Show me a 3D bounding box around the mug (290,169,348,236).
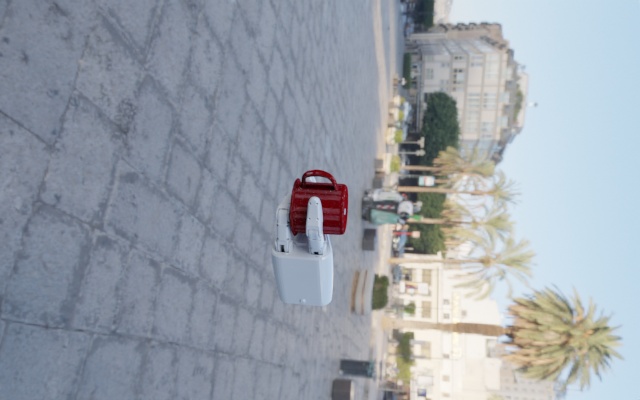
[{"bbox_3d":[0.000,0.001,0.752,0.081,0.117,0.093,3,34,8],"label":"mug"}]
